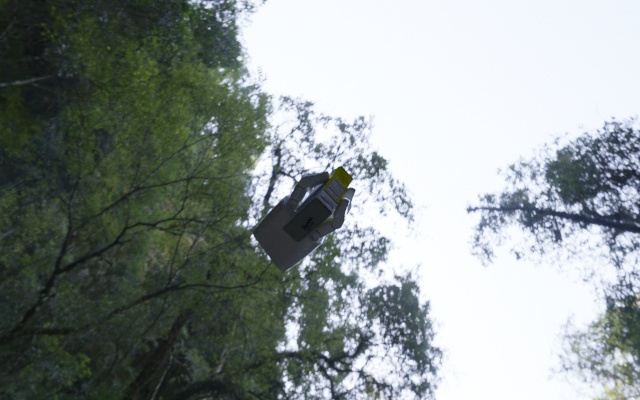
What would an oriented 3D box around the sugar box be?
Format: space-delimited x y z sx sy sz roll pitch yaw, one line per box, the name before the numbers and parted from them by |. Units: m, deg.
sugar box | 0.000 0.003 0.883 0.093 0.048 0.176 -42 8 28
